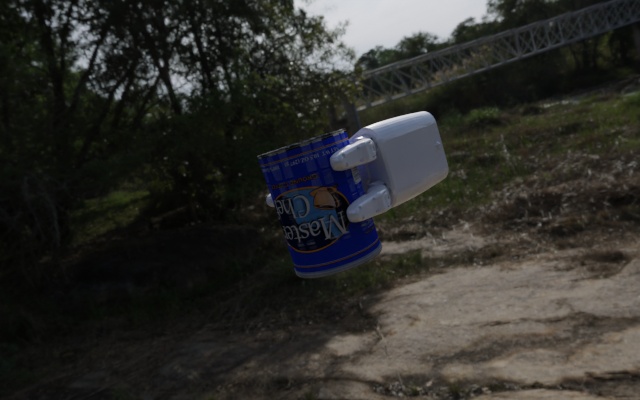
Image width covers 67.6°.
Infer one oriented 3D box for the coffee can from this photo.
[{"bbox_3d":[0.000,0.002,0.533,0.103,0.140,0.103,-17,8,3],"label":"coffee can"}]
